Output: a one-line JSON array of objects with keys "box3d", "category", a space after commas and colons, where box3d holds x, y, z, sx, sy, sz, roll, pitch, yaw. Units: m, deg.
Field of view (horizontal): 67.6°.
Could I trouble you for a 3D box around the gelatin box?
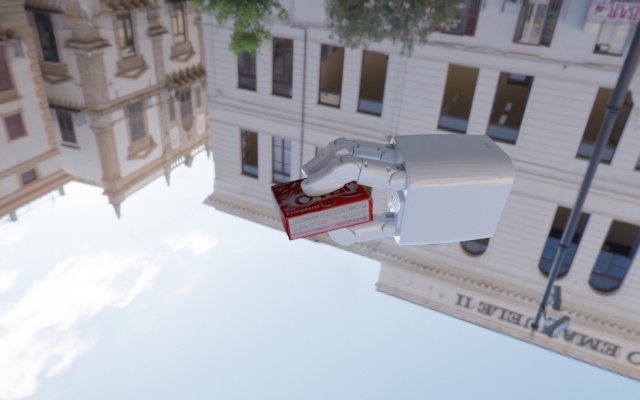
[{"box3d": [0.000, 0.002, 0.486, 0.089, 0.030, 0.073, -14, 30, -11], "category": "gelatin box"}]
